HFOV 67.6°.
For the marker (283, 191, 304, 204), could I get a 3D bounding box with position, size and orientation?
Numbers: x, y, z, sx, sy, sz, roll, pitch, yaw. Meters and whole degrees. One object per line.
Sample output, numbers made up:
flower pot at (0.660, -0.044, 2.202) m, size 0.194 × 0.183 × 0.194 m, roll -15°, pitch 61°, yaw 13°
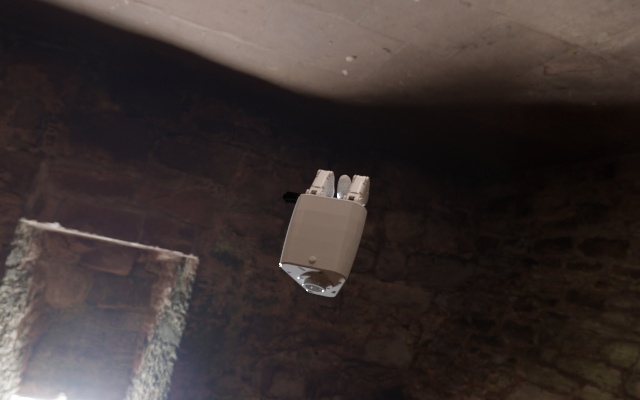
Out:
marker at (0.000, 0.002, 0.726) m, size 0.121 × 0.020 × 0.020 m, roll 8°, pitch 2°, yaw 16°
